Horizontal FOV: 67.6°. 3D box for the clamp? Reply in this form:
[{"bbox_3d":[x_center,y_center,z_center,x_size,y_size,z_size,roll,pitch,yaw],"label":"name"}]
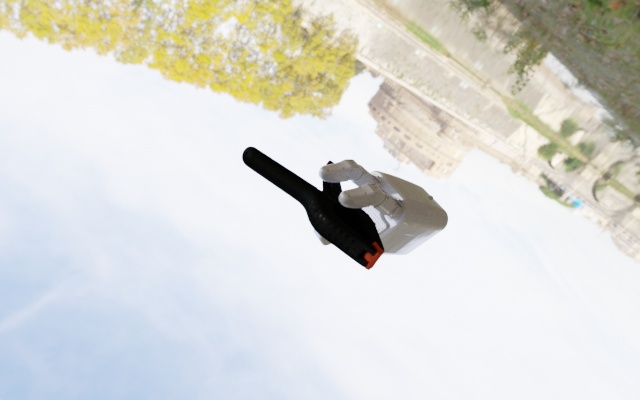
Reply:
[{"bbox_3d":[0.000,0.003,0.597,0.164,0.036,0.210,9,33,-40],"label":"clamp"}]
